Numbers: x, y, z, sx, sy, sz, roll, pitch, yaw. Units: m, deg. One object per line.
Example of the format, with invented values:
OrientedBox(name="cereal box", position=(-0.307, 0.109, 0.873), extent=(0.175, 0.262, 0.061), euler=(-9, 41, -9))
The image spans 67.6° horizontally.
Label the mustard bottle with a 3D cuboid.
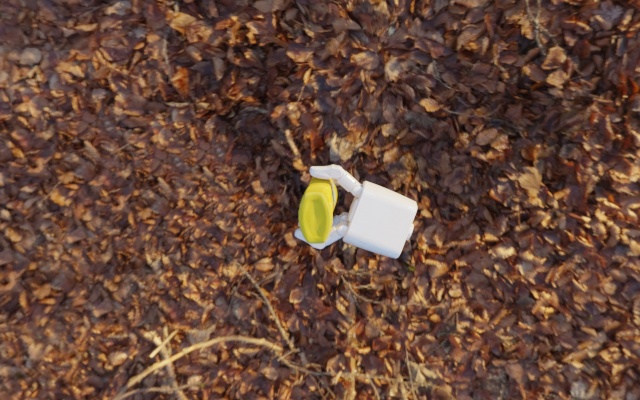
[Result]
OrientedBox(name="mustard bottle", position=(0.000, 0.003, 0.890), extent=(0.058, 0.096, 0.191), euler=(-2, 17, 7))
